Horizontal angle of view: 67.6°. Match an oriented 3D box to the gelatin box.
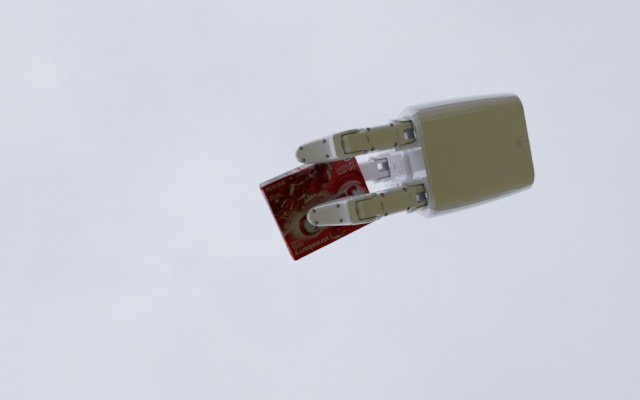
[{"bbox_3d":[0.000,0.001,0.430,0.089,0.073,0.030,-25,12,-8],"label":"gelatin box"}]
